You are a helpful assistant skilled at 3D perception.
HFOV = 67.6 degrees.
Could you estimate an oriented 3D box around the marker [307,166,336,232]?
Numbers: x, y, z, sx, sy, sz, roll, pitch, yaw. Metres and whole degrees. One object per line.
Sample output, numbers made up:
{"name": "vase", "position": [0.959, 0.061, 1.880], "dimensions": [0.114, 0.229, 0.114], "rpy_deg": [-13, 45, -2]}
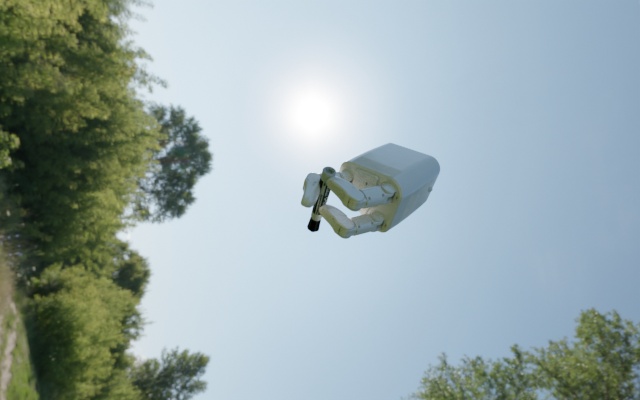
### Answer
{"name": "marker", "position": [0.000, 0.002, 0.689], "dimensions": [0.020, 0.121, 0.020], "rpy_deg": [9, 43, -8]}
